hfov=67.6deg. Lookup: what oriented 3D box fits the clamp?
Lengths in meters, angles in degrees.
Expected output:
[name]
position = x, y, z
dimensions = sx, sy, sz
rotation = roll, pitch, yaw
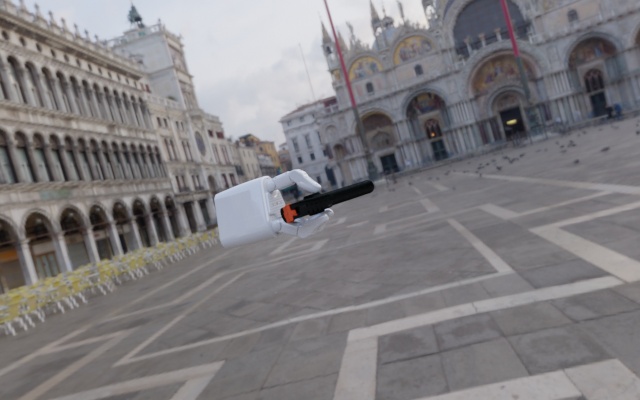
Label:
[clamp]
position = -0.001, 0.002, 0.830
dimensions = 0.164, 0.036, 0.210
rotation = -18, 1, 19
